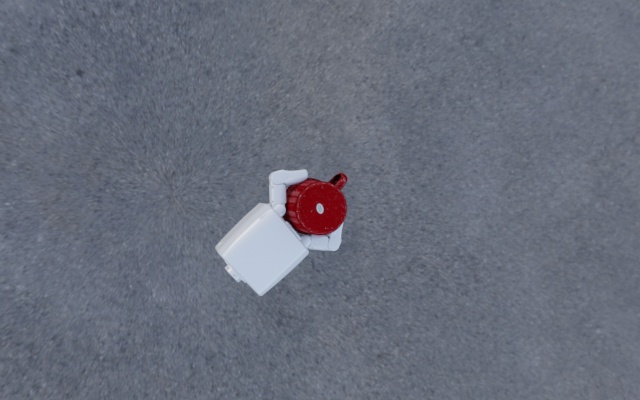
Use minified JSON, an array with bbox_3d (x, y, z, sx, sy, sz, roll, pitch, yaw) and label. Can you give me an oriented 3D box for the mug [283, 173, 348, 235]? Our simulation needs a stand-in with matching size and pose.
[{"bbox_3d":[0.001,0.001,0.744,0.117,0.093,0.081,-45,12,-10],"label":"mug"}]
